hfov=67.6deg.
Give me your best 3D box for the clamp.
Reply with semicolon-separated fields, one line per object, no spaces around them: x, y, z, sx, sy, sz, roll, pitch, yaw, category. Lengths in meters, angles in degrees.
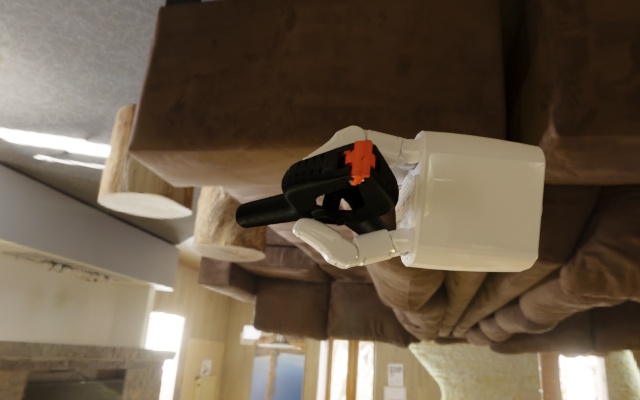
0.000;0.002;0.415;0.164;0.036;0.210;6;-18;-2;clamp
